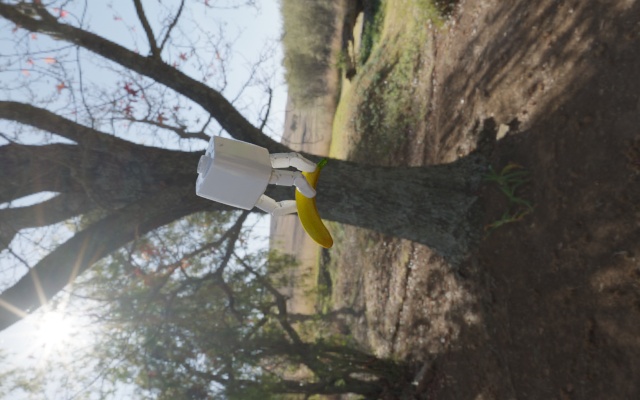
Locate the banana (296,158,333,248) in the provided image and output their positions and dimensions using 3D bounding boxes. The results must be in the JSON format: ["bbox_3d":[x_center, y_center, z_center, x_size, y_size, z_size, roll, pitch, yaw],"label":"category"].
[{"bbox_3d":[-0.015,0.006,0.906,0.069,0.197,0.037,-23,-35,29],"label":"banana"}]
